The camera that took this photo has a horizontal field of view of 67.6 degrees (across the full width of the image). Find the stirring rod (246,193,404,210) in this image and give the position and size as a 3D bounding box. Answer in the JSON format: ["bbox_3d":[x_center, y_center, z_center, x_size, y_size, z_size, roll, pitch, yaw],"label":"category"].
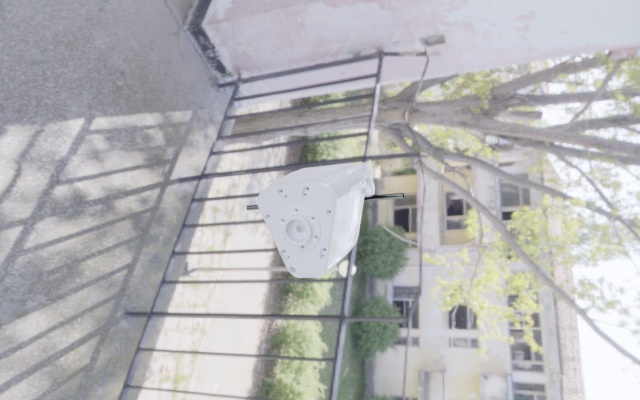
[{"bbox_3d":[0.000,0.002,0.686,0.239,0.011,0.011,-5,-2,21],"label":"stirring rod"}]
